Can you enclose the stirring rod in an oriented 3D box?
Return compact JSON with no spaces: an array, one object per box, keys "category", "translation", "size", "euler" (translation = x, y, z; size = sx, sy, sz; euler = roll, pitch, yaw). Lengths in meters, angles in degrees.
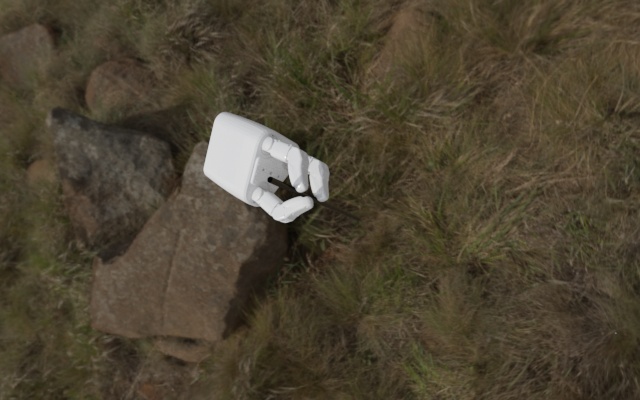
[{"category":"stirring rod","translation":[0.000,0.002,0.678],"size":[0.011,0.011,0.239],"euler":[0,-13,32]}]
